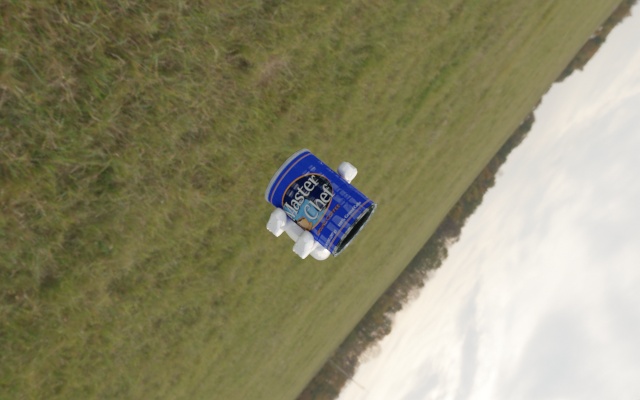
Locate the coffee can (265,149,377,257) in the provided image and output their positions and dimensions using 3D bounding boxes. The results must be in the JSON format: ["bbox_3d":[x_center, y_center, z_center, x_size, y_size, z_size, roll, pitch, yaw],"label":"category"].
[{"bbox_3d":[0.000,0.002,0.732,0.140,0.103,0.103,39,10,13],"label":"coffee can"}]
